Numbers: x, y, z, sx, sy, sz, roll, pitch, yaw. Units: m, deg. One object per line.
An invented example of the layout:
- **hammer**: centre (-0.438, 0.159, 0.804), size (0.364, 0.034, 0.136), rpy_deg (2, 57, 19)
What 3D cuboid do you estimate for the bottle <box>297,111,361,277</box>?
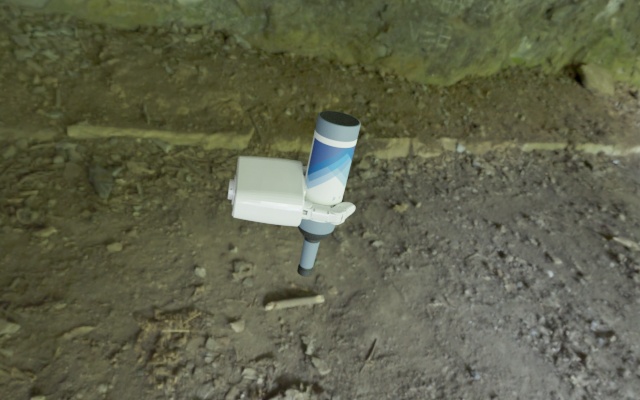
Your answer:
- **bottle**: centre (0.000, 0.002, 0.793), size (0.069, 0.296, 0.069), rpy_deg (10, 28, -5)
